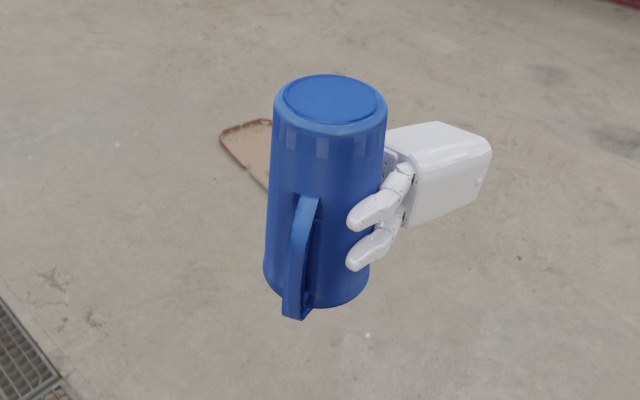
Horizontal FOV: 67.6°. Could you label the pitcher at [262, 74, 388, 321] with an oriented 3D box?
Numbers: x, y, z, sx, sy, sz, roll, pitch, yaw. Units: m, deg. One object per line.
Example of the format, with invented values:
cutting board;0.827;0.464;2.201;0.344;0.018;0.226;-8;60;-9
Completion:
pitcher;0.000;0.002;0.511;0.145;0.243;0.149;-17;45;-23
